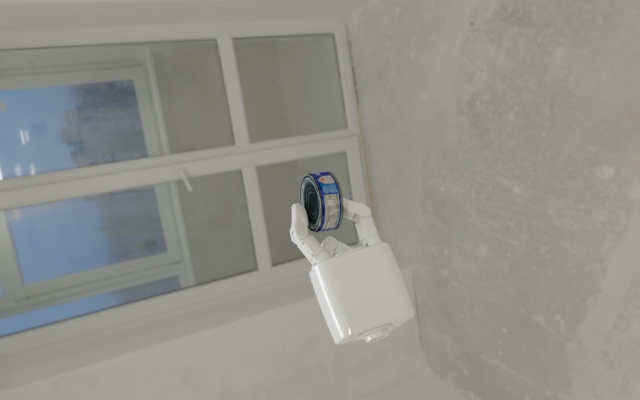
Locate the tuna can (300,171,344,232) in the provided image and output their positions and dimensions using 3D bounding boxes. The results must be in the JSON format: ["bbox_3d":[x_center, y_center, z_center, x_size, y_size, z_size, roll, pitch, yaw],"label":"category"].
[{"bbox_3d":[0.000,0.002,0.682,0.034,0.086,0.086,-7,2,-21],"label":"tuna can"}]
